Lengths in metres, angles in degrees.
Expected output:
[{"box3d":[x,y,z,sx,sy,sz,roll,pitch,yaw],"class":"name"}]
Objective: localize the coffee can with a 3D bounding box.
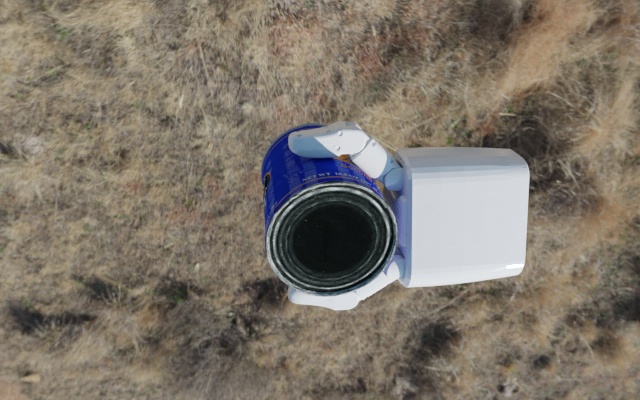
[{"box3d":[0.000,0.001,0.424,0.103,0.103,0.140,0,27,-8],"class":"coffee can"}]
